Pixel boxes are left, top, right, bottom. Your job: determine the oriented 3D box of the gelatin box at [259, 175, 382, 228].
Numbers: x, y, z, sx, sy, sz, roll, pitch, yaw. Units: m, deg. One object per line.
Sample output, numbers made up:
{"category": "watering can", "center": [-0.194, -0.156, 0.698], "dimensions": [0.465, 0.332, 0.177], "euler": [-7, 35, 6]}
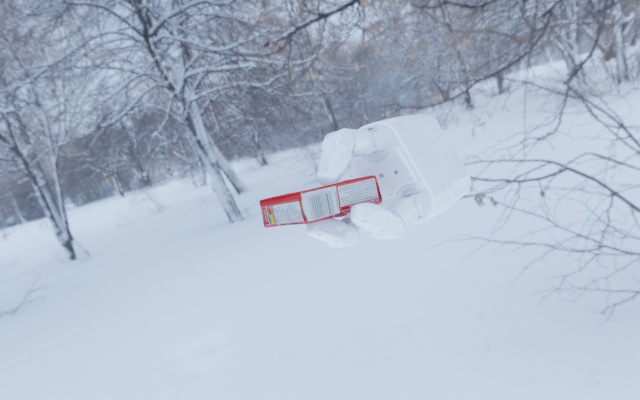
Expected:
{"category": "gelatin box", "center": [0.000, 0.001, 0.442], "dimensions": [0.089, 0.030, 0.073], "euler": [-14, 3, -36]}
